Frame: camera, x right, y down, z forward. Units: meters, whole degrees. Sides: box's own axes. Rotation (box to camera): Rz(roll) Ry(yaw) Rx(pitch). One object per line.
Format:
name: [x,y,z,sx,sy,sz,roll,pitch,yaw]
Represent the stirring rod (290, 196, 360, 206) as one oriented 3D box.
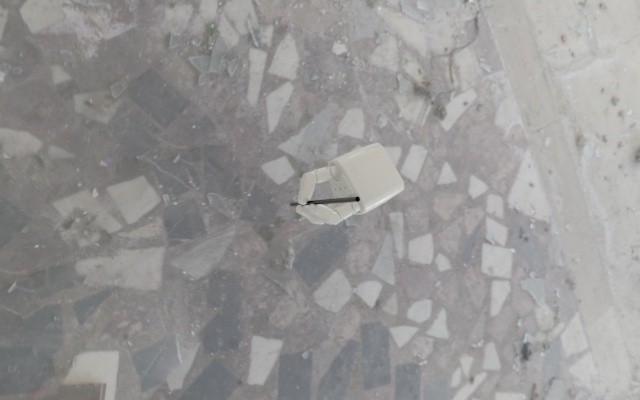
stirring rod: [0.000,0.003,0.809,0.011,0.011,0.239,0,-2,-27]
